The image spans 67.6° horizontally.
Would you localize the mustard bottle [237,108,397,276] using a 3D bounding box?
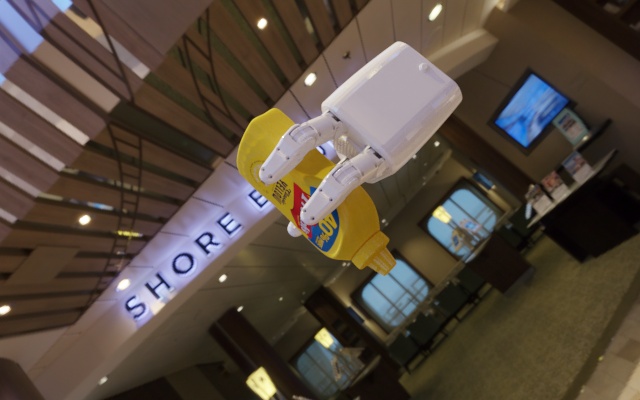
[{"bbox_3d":[0.000,0.002,0.476,0.058,0.191,0.096,-37,-17,-36],"label":"mustard bottle"}]
